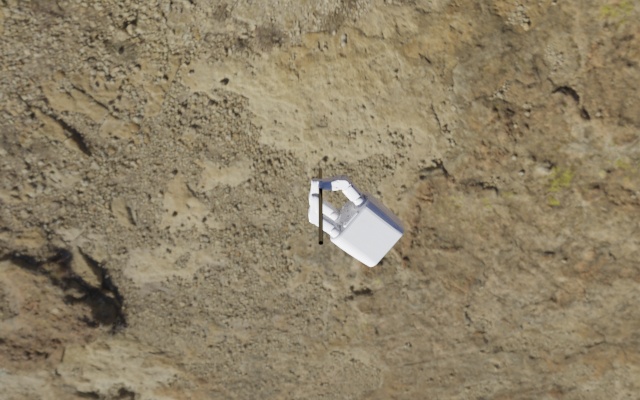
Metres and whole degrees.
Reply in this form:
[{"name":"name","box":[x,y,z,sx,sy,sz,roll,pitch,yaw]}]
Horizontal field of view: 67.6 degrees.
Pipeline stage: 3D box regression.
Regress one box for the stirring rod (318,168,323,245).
[{"name":"stirring rod","box":[0.000,0.003,0.857,0.011,0.011,0.239,0,32,0]}]
